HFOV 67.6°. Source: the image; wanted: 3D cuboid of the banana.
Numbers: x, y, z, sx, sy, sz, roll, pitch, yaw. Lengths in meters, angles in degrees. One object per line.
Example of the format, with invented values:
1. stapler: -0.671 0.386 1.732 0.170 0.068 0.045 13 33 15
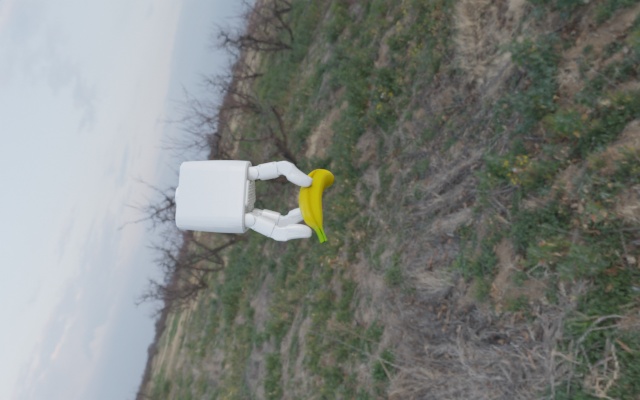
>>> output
1. banana: -0.006 -0.011 0.798 0.037 0.070 0.197 -13 30 16
